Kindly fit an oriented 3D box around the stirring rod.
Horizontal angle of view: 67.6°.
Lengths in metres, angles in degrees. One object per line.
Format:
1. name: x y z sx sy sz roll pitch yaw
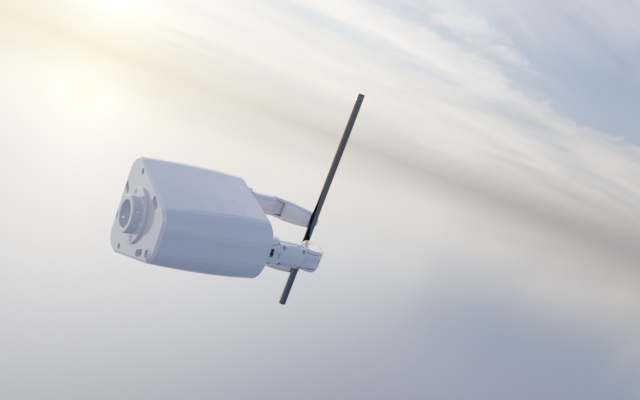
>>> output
1. stirring rod: 0.000 0.002 0.509 0.011 0.239 0.011 20 8 -3
